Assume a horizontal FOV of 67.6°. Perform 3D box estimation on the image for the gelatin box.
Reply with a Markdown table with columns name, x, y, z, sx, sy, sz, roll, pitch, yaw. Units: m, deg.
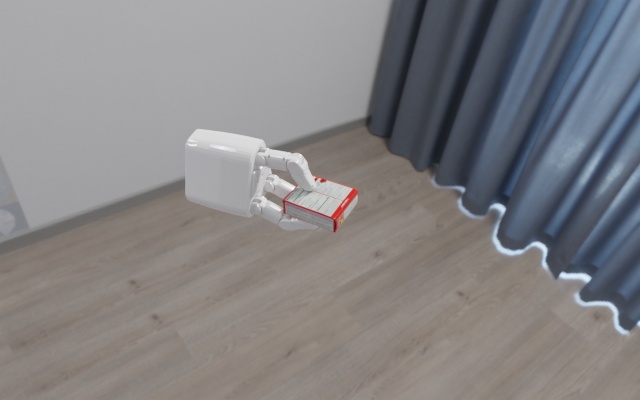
| name | x | y | z | sx | sy | sz | roll | pitch | yaw |
| --- | --- | --- | --- | --- | --- | --- | --- | --- | --- |
| gelatin box | 0.000 | 0.002 | 0.700 | 0.089 | 0.030 | 0.073 | 19 | 44 | 23 |
